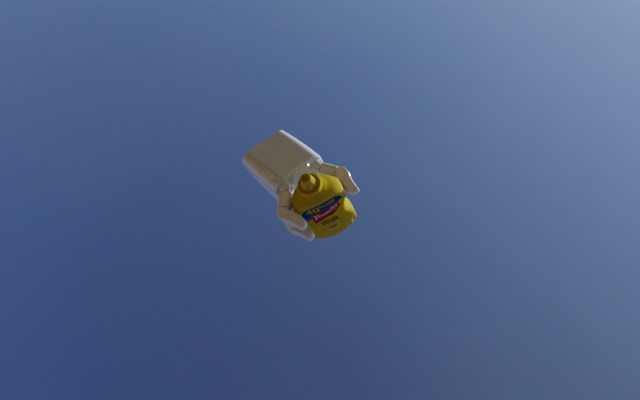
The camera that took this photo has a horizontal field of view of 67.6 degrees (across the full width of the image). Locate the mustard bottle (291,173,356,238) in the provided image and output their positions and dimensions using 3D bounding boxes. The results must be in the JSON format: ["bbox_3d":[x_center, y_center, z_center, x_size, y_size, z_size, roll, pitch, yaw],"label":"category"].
[{"bbox_3d":[0.000,0.003,0.854,0.096,0.058,0.192,-25,-30,4],"label":"mustard bottle"}]
